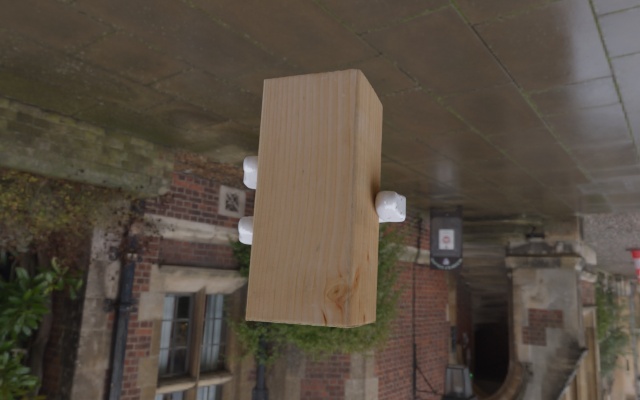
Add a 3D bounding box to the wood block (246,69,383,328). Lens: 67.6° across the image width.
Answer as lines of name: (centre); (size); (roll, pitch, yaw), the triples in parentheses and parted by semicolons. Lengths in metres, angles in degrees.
wood block: (0.000, 0.002, 0.424); (0.091, 0.206, 0.090); (-1, -11, 20)
